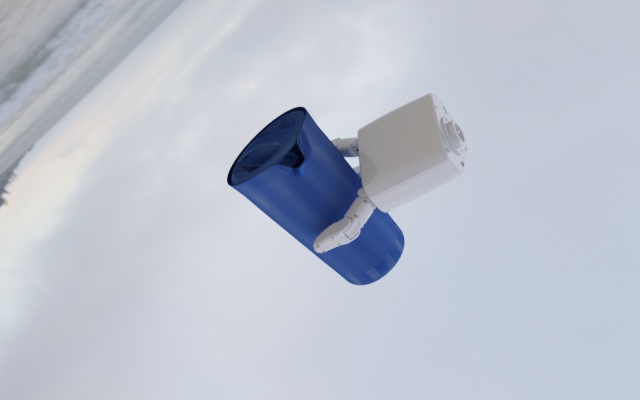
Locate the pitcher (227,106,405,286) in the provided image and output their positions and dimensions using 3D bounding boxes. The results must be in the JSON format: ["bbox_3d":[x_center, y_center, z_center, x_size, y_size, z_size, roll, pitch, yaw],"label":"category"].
[{"bbox_3d":[0.000,0.002,0.645,0.145,0.149,0.243,-27,-59,30],"label":"pitcher"}]
